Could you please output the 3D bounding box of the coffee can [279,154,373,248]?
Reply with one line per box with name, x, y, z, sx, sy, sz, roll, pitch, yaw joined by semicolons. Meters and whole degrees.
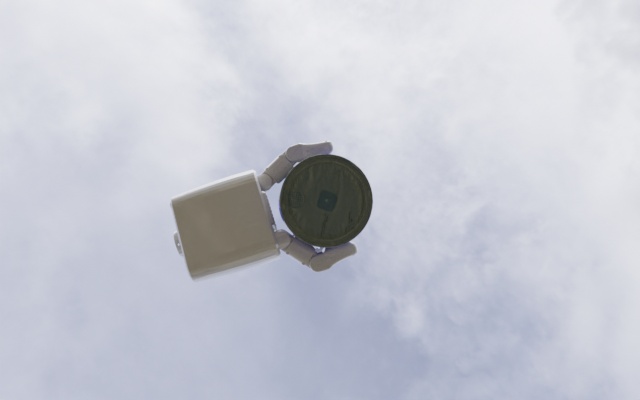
coffee can;0.000;0.002;0.588;0.103;0.103;0.140;0;-1;-6
